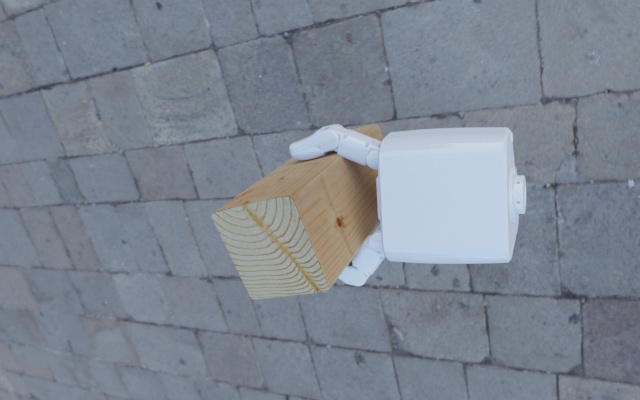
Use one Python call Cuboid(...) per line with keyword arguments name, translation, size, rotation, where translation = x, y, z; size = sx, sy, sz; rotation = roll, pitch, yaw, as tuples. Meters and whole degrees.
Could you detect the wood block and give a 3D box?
Cuboid(name="wood block", translation=(0.000, 0.001, 0.484), size=(0.090, 0.091, 0.206), rotation=(-12, 17, 32))
